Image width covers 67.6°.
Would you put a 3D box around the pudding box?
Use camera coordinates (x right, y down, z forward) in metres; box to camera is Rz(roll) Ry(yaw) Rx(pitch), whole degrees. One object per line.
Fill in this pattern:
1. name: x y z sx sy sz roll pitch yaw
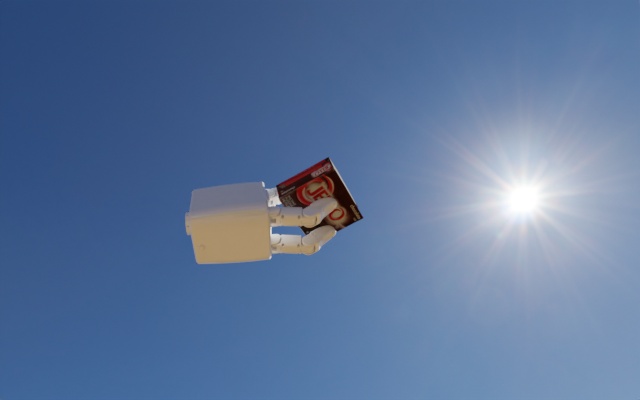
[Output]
1. pudding box: 0.000 0.002 0.706 0.090 0.039 0.114 -28 -48 8
